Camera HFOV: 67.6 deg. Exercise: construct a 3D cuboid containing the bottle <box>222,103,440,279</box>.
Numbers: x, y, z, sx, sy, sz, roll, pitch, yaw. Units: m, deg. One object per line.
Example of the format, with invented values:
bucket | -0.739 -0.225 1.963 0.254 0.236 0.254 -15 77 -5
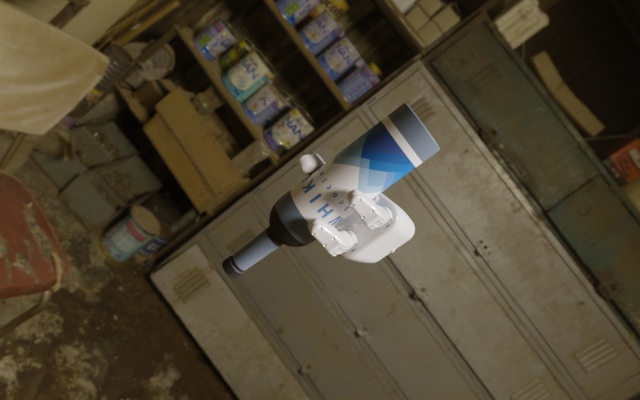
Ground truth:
bottle | 0.000 0.002 0.570 0.296 0.069 0.069 -37 -9 13
